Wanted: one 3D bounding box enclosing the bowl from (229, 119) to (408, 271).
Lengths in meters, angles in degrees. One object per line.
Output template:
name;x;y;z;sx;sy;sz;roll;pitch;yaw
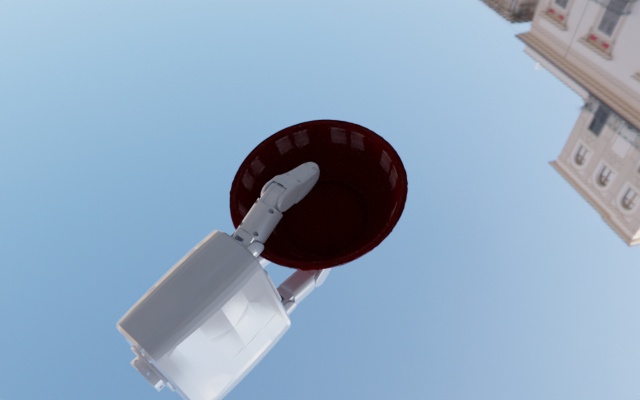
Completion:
bowl;0.001;0.001;0.449;0.162;0.162;0.055;0;-32;10
